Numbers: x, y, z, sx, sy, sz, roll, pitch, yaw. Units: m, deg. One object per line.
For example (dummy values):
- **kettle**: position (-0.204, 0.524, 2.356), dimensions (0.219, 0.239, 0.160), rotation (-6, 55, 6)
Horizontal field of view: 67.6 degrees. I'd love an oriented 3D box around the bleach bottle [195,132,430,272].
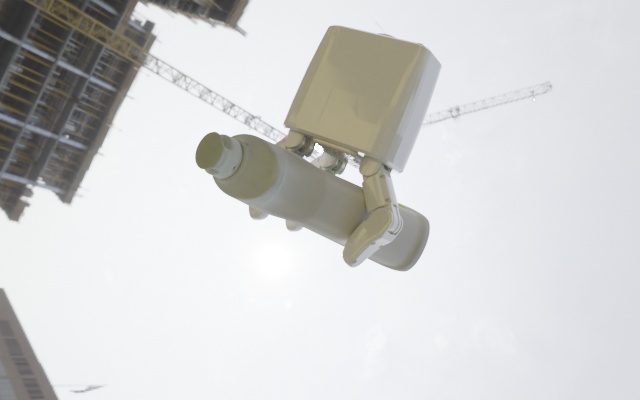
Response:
- **bleach bottle**: position (0.000, 0.001, 0.424), dimensions (0.102, 0.068, 0.251), rotation (23, -2, 39)
